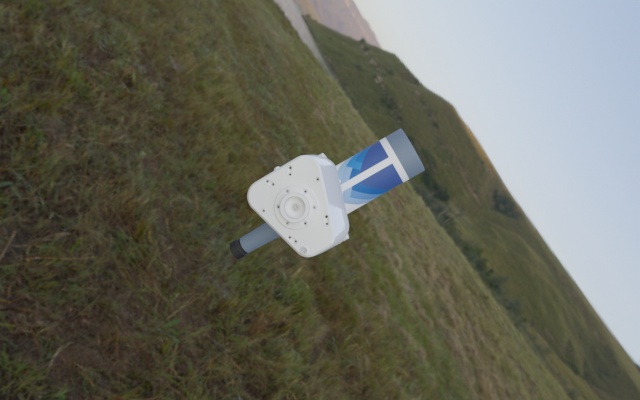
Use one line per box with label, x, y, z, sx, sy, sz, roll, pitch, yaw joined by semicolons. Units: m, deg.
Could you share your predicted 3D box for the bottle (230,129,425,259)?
bottle;0.000;0.002;0.677;0.296;0.069;0.069;-30;-5;9
